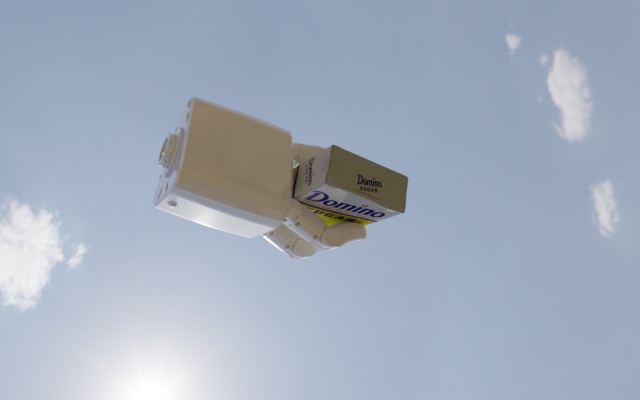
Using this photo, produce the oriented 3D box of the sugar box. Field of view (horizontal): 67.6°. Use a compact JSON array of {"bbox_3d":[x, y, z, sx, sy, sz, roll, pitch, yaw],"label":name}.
[{"bbox_3d":[0.000,0.002,0.510,0.093,0.048,0.176,20,-21,-26],"label":"sugar box"}]
